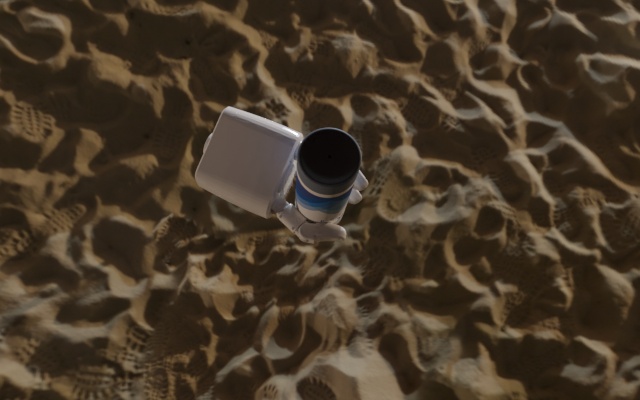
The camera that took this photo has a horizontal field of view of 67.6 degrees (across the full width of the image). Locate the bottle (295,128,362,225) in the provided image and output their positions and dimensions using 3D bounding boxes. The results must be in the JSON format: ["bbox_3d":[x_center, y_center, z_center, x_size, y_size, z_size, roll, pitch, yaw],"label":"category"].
[{"bbox_3d":[0.000,0.002,0.625,0.069,0.069,0.296,0,-19,-4],"label":"bottle"}]
